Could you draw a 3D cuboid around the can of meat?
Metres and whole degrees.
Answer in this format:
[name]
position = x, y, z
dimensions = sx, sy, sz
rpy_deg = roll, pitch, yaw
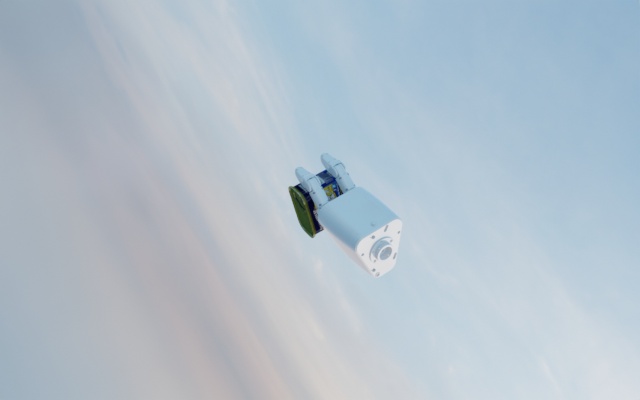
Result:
[can of meat]
position = 0.000, 0.003, 0.848
dimensions = 0.084, 0.102, 0.057
rpy_deg = -29, 37, -18
